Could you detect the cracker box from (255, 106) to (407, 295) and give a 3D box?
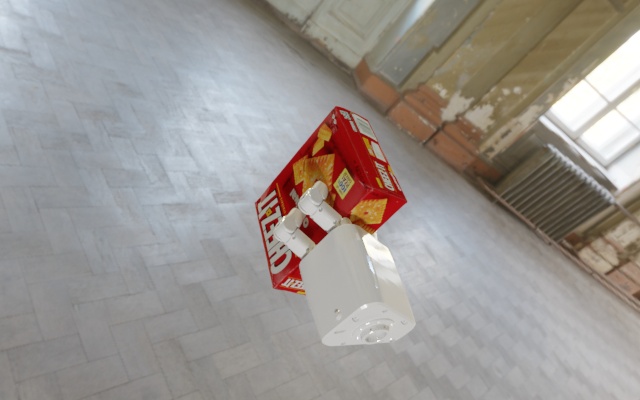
[{"bbox_3d":[0.000,0.002,0.657,0.072,0.164,0.214,19,-52,-36],"label":"cracker box"}]
